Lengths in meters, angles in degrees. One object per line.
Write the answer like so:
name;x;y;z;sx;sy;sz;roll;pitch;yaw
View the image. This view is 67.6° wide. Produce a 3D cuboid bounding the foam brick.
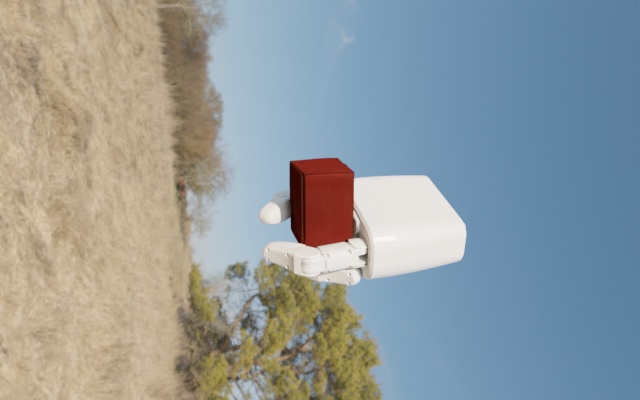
foam brick;0.000;0.001;0.468;0.051;0.078;0.053;-6;22;-15
